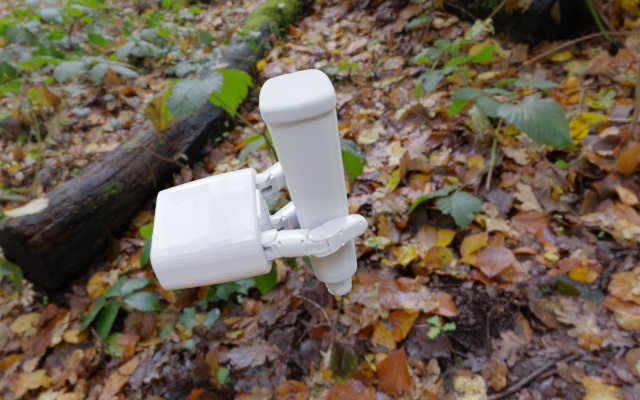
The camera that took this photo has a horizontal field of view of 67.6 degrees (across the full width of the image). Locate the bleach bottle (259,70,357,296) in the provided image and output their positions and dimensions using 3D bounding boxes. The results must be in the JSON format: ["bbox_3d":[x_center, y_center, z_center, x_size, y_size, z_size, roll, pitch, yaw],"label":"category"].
[{"bbox_3d":[0.000,0.002,0.494,0.068,0.251,0.102,-12,30,1],"label":"bleach bottle"}]
